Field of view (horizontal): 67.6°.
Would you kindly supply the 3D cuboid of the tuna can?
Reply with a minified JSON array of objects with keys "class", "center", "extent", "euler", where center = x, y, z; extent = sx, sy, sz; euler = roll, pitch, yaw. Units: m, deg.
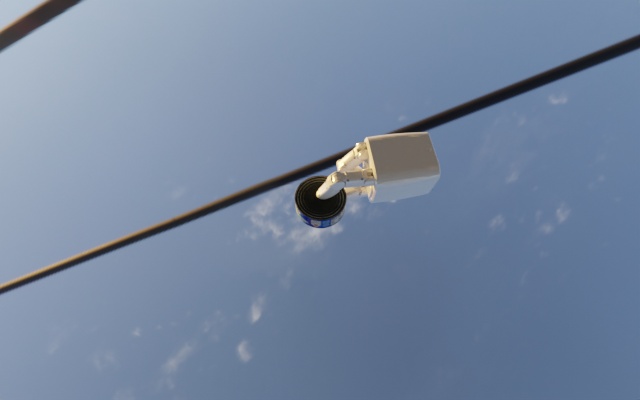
[{"class":"tuna can","center":[0.000,0.003,0.797],"extent":[0.086,0.086,0.034],"euler":[0,-31,-1]}]
